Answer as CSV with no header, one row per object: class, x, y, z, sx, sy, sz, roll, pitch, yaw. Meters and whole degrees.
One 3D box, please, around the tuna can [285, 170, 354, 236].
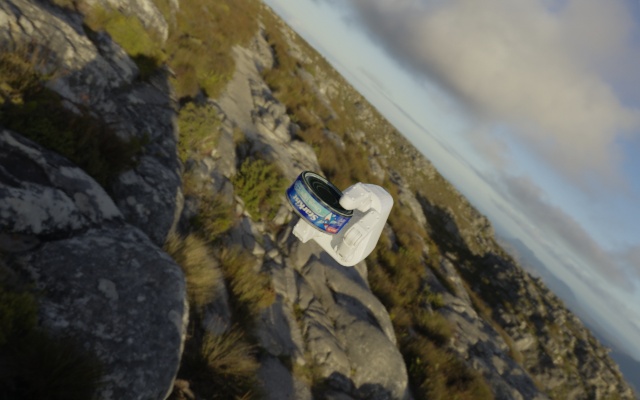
tuna can,0.000,0.002,0.597,0.086,0.034,0.086,36,20,-15
